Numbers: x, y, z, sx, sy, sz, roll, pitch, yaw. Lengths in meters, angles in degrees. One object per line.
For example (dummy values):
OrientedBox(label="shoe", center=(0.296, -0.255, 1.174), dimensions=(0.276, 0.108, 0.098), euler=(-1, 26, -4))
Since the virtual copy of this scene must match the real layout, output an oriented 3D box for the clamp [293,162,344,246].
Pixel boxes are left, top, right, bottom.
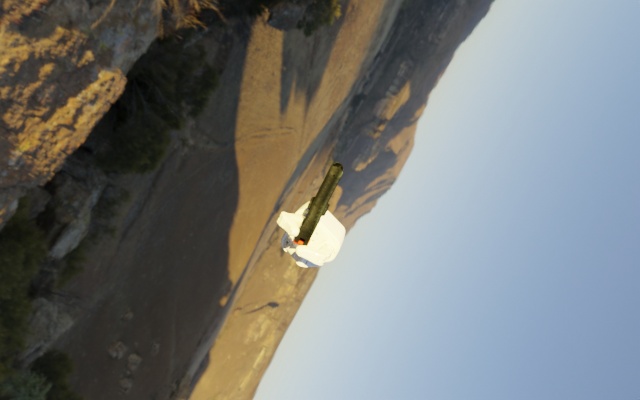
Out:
OrientedBox(label="clamp", center=(0.001, 0.003, 0.876), dimensions=(0.039, 0.171, 0.120), euler=(30, 18, 4))
